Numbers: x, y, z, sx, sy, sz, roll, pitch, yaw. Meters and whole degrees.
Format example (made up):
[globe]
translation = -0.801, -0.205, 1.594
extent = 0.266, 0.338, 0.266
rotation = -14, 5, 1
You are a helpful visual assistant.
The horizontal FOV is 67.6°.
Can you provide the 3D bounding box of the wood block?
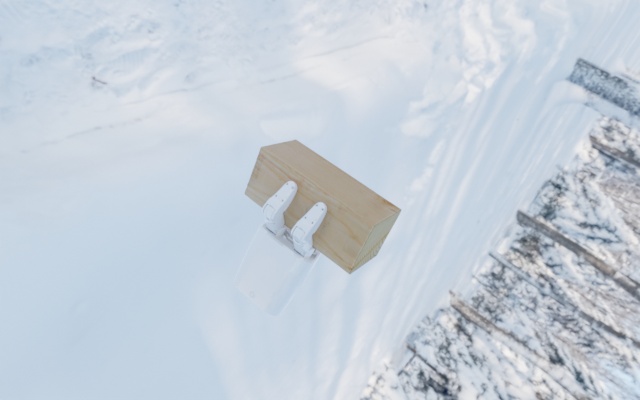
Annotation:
[wood block]
translation = 0.000, 0.003, 0.708
extent = 0.206, 0.090, 0.091
rotation = 35, 30, 21
